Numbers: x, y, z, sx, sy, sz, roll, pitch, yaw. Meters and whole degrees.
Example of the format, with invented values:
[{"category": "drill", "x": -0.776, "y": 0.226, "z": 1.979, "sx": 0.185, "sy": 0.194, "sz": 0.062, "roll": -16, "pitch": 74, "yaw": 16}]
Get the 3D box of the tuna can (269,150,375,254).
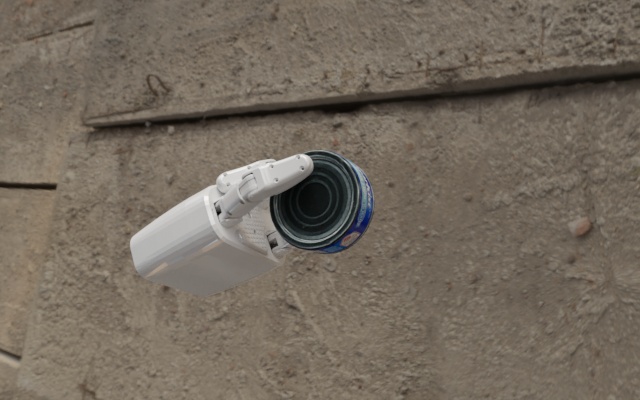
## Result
[{"category": "tuna can", "x": 0.000, "y": 0.001, "z": 0.404, "sx": 0.086, "sy": 0.086, "sz": 0.034, "roll": 0, "pitch": -11, "yaw": 26}]
